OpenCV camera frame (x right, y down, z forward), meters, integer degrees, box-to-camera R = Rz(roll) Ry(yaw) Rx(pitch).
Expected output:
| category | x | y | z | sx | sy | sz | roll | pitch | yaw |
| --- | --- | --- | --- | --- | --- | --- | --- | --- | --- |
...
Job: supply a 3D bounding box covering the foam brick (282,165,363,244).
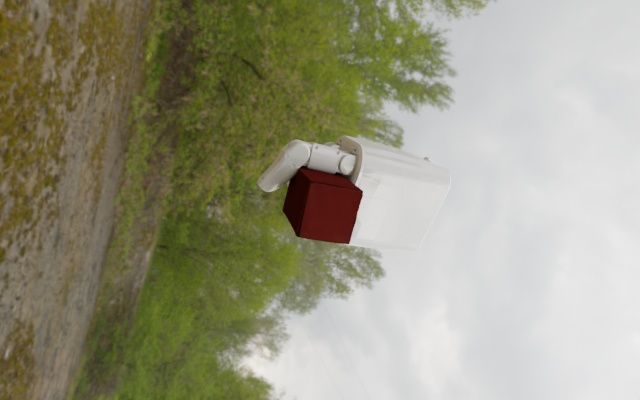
| category | x | y | z | sx | sy | sz | roll | pitch | yaw |
| --- | --- | --- | --- | --- | --- | --- | --- | --- | --- |
| foam brick | 0.000 | 0.002 | 0.450 | 0.051 | 0.053 | 0.078 | 11 | 13 | -17 |
